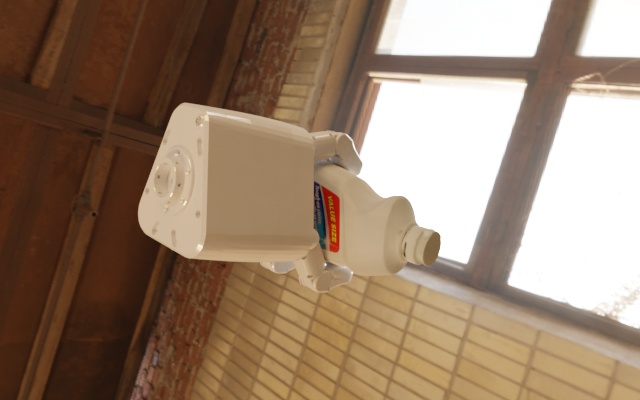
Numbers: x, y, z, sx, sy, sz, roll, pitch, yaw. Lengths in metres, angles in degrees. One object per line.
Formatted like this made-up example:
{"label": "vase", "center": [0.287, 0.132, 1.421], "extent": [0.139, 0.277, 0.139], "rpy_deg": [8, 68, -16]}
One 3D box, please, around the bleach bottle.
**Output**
{"label": "bleach bottle", "center": [0.000, 0.002, 0.458], "extent": [0.251, 0.102, 0.068], "rpy_deg": [18, 8, 41]}
